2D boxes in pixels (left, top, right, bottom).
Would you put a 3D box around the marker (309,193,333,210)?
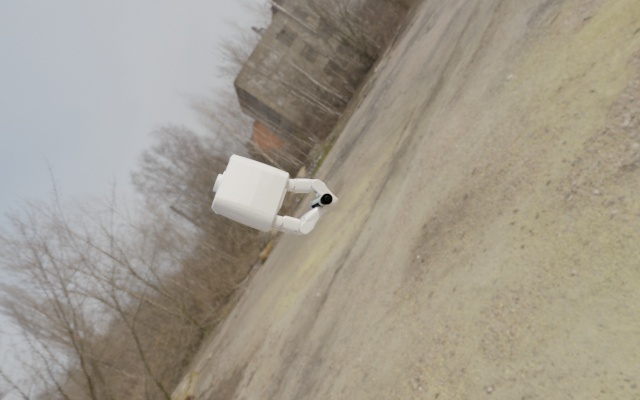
[{"bbox_3d":[0.000,0.003,0.832,0.020,0.020,0.121,0,-5,-11],"label":"marker"}]
